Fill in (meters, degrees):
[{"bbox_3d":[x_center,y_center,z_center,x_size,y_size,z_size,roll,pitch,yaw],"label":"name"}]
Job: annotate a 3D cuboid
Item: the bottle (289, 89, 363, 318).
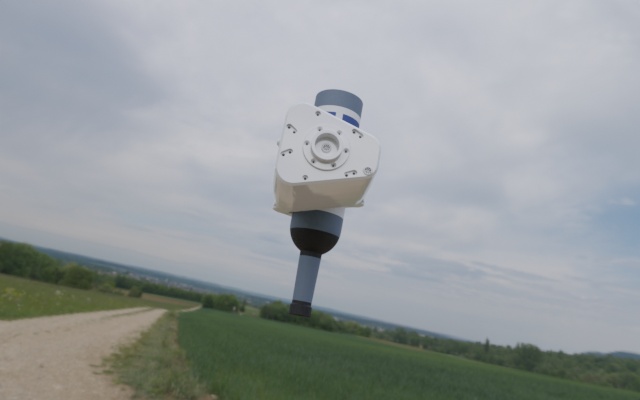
[{"bbox_3d":[0.000,0.002,0.625,0.069,0.295,0.069,10,-14,3],"label":"bottle"}]
